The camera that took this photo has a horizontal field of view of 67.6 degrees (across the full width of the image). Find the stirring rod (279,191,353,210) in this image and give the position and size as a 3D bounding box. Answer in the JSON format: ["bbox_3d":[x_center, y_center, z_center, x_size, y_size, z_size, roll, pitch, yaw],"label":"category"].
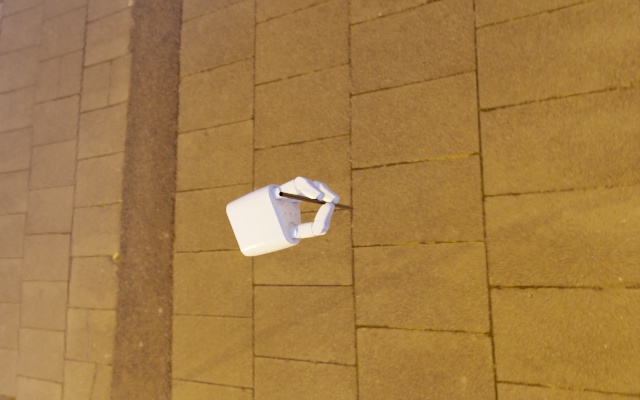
[{"bbox_3d":[0.000,0.003,0.813,0.011,0.011,0.239,0,-6,30],"label":"stirring rod"}]
